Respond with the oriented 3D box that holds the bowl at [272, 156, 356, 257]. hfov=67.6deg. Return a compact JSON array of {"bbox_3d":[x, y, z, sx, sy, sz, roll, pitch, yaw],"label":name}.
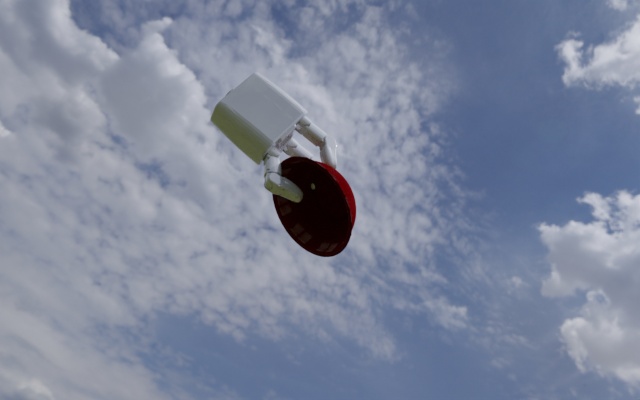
[{"bbox_3d":[0.001,0.003,0.727,0.162,0.162,0.055,0,21,46],"label":"bowl"}]
